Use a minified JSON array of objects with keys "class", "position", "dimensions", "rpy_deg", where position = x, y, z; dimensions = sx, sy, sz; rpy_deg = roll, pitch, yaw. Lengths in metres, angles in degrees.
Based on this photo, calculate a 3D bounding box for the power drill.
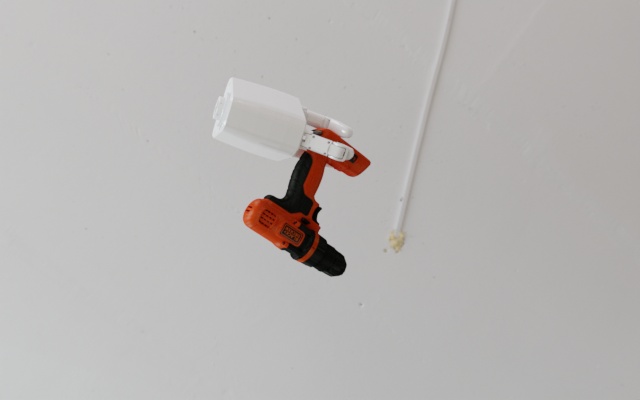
[{"class":"power drill","position":[0.000,0.002,0.714],"dimensions":[0.184,0.187,0.057],"rpy_deg":[36,-15,-27]}]
